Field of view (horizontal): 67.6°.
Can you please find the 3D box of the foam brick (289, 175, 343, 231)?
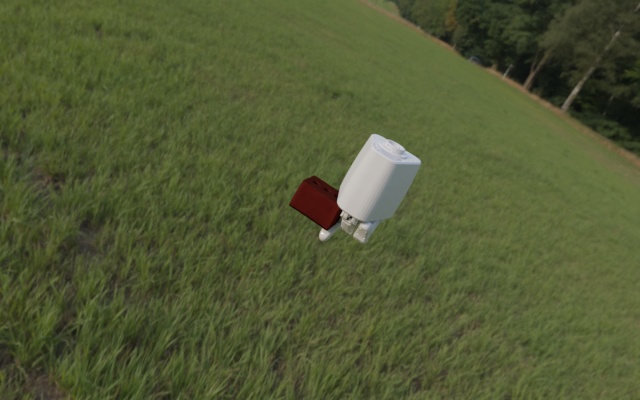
[{"bbox_3d":[0.000,0.002,0.780,0.078,0.051,0.053,33,23,12],"label":"foam brick"}]
